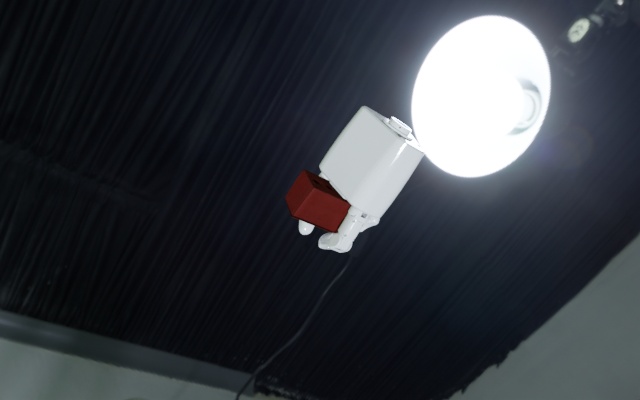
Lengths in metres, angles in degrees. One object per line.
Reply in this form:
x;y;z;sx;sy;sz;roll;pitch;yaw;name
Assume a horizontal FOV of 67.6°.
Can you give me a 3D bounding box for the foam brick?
0.000;0.002;0.648;0.078;0.051;0.053;23;23;-29;foam brick
